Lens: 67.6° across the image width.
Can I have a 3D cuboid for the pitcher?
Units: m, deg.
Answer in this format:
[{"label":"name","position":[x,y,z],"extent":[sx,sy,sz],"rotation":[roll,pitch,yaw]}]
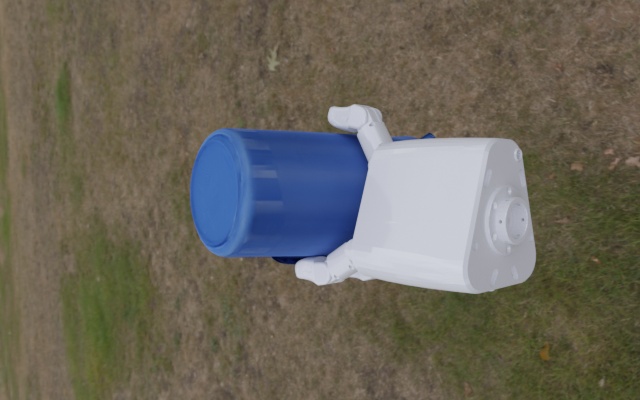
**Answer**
[{"label":"pitcher","position":[0.000,0.001,0.474],"extent":[0.243,0.149,0.145],"rotation":[0,2,-39]}]
